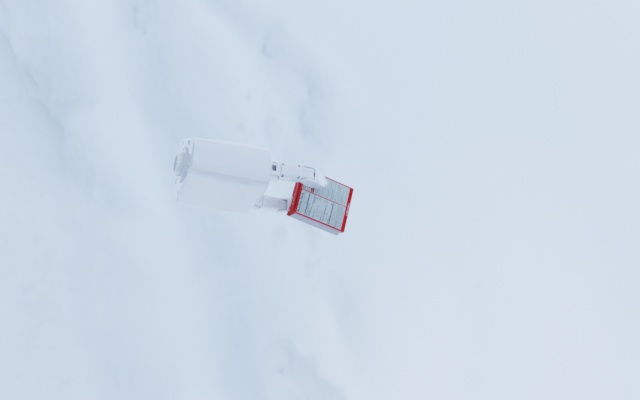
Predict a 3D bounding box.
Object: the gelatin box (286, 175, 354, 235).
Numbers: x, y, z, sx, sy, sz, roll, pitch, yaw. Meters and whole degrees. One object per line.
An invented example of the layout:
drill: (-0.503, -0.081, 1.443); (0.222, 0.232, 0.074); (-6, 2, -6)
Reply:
gelatin box: (0.001, 0.002, 0.712); (0.089, 0.073, 0.030); (22, -23, -22)
